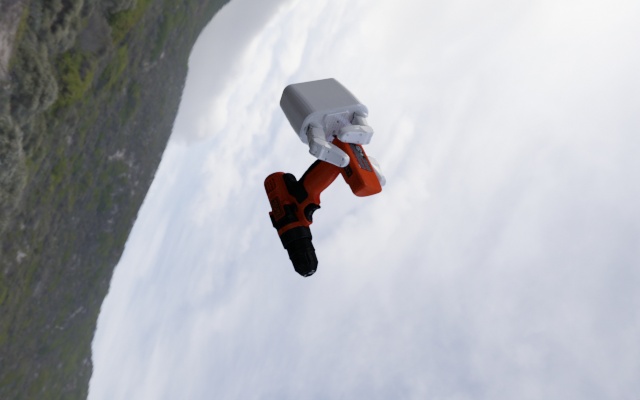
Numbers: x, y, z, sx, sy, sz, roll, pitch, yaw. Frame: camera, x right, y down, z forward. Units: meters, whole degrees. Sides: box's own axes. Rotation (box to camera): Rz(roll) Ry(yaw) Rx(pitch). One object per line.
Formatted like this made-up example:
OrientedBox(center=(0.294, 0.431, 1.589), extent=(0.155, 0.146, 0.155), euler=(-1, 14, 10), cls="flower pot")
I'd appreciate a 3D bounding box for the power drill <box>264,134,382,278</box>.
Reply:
OrientedBox(center=(0.000, 0.002, 0.734), extent=(0.188, 0.184, 0.057), euler=(-35, -25, 28), cls="power drill")
